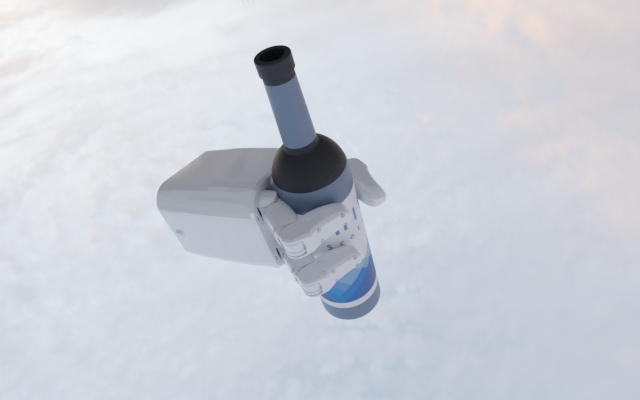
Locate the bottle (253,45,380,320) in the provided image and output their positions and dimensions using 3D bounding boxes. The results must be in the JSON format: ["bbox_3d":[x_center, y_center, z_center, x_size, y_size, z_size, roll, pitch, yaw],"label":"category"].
[{"bbox_3d":[0.000,0.002,0.430,0.069,0.069,0.296,0,-44,19],"label":"bottle"}]
